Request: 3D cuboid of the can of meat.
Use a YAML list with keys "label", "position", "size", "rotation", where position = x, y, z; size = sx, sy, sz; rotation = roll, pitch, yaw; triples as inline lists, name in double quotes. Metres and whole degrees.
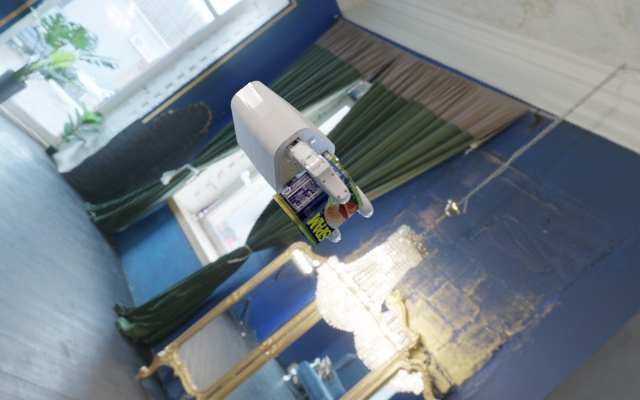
- label: "can of meat"
  position: [0.000, 0.002, 0.583]
  size: [0.084, 0.057, 0.102]
  rotation: [-40, -27, -5]
